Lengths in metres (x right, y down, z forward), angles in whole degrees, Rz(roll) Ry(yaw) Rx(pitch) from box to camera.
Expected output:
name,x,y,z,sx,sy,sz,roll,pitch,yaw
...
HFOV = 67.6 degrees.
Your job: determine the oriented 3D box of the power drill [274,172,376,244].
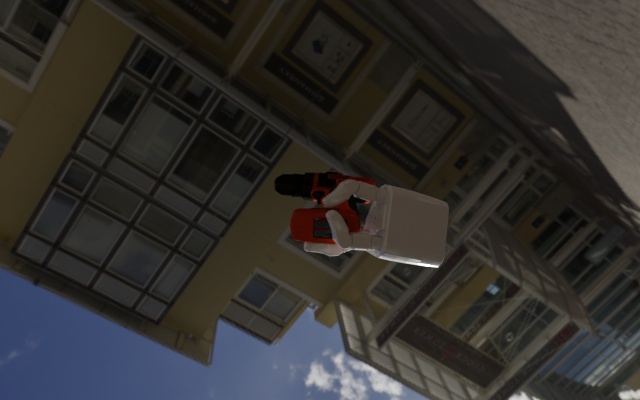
name,x,y,z,sx,sy,sz,roll,pitch,yaw
power drill,0.000,0.003,0.800,0.184,0.057,0.187,2,25,5
